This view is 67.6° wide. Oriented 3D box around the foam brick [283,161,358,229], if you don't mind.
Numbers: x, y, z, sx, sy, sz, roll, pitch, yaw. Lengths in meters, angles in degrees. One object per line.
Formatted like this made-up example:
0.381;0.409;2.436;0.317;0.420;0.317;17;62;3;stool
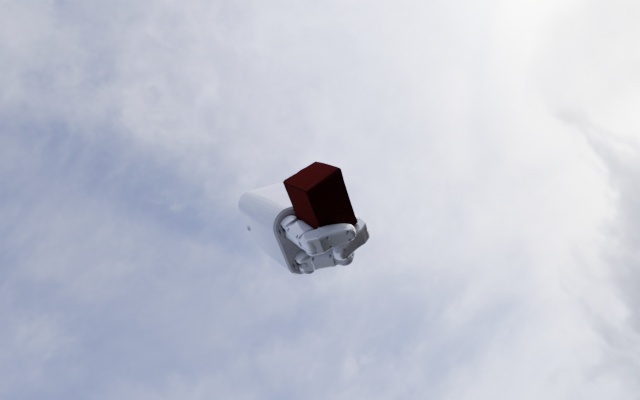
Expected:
0.000;0.002;0.558;0.053;0.078;0.051;-33;33;-23;foam brick
